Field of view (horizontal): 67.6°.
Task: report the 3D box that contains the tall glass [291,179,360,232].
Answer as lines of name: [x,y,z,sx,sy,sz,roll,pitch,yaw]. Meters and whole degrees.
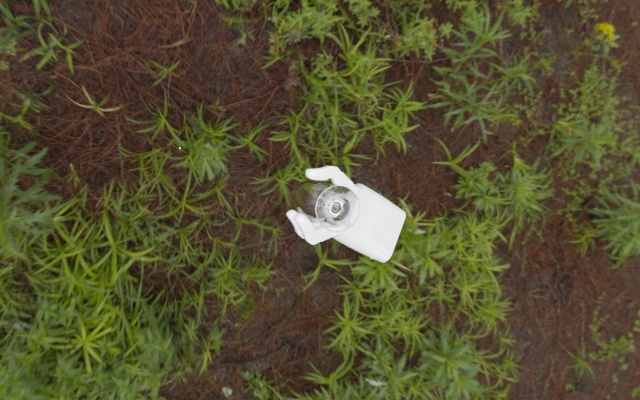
tall glass: [0.000,0.003,0.844,0.079,0.079,0.201,0,6,-17]
